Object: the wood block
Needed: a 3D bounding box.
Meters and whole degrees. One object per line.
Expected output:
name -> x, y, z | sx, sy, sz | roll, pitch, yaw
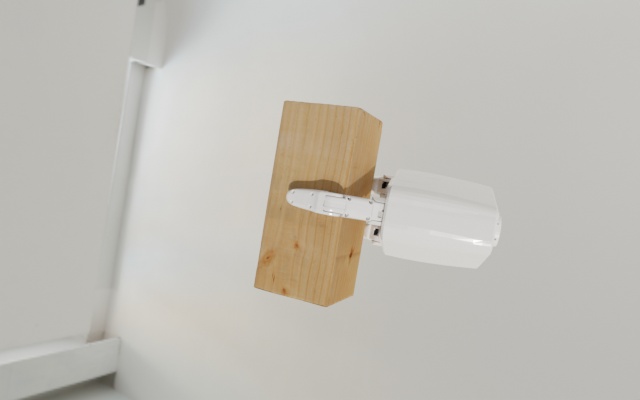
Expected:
wood block -> 0.000, 0.002, 0.537 | 0.090, 0.206, 0.091 | 10, 2, 23
